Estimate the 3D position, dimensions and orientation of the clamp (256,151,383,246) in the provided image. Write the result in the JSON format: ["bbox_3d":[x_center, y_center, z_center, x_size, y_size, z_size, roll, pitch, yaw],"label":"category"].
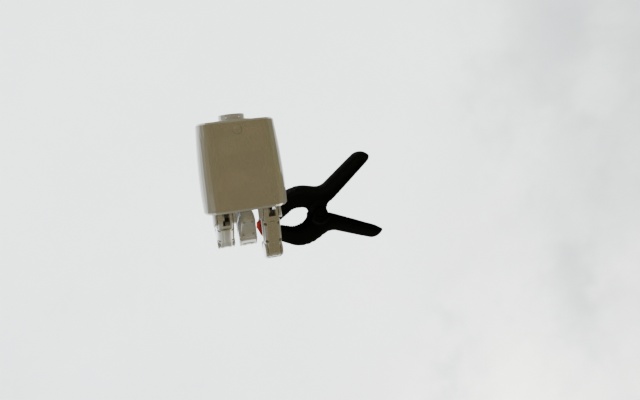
[{"bbox_3d":[0.000,0.002,0.625,0.171,0.120,0.039,-9,10,-19],"label":"clamp"}]
